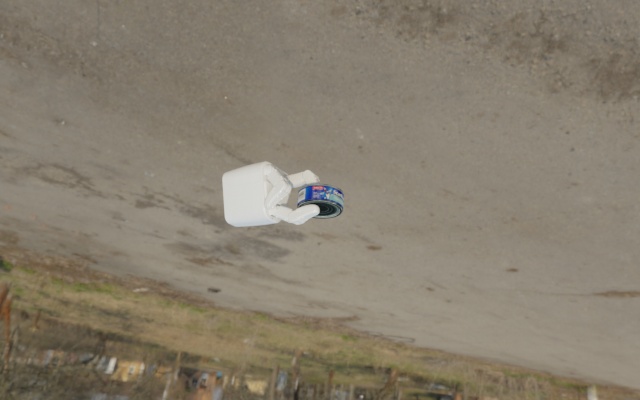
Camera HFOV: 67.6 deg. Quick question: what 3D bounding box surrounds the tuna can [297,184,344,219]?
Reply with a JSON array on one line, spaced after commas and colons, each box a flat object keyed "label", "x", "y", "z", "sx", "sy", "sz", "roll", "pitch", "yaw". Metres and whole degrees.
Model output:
[{"label": "tuna can", "x": 0.000, "y": 0.003, "z": 0.876, "sx": 0.086, "sy": 0.033, "sz": 0.086, "roll": 3, "pitch": -25, "yaw": 1}]
